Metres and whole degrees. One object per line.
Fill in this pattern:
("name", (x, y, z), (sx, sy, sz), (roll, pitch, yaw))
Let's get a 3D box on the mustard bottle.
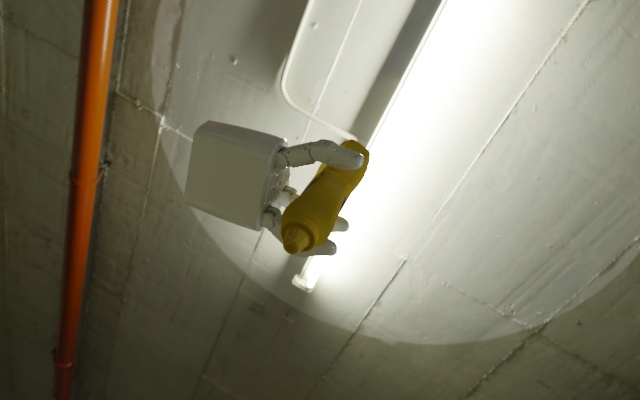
("mustard bottle", (0.000, 0.002, 0.567), (0.058, 0.096, 0.191), (38, 36, -2))
